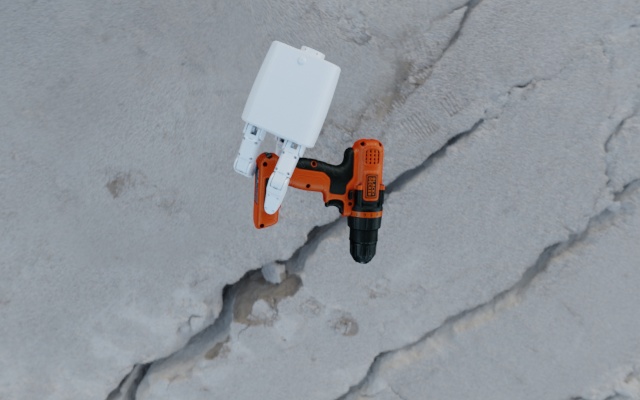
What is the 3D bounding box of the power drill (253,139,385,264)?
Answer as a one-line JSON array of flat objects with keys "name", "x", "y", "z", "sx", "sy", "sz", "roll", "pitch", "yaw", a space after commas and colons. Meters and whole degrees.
[{"name": "power drill", "x": 0.000, "y": 0.002, "z": 0.681, "sx": 0.187, "sy": 0.184, "sz": 0.057, "roll": 0, "pitch": 7, "yaw": -16}]
